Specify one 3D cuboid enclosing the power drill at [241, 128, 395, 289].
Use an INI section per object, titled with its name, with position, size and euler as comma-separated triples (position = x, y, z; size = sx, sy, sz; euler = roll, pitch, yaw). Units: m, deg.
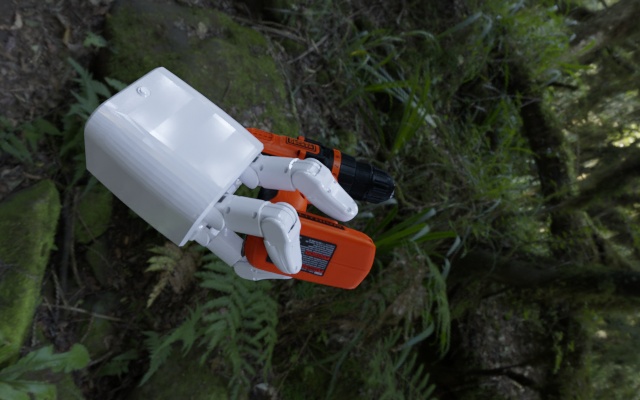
[power drill]
position = 0.000, 0.002, 0.464
size = 0.184, 0.057, 0.187
euler = 14, 28, -12
